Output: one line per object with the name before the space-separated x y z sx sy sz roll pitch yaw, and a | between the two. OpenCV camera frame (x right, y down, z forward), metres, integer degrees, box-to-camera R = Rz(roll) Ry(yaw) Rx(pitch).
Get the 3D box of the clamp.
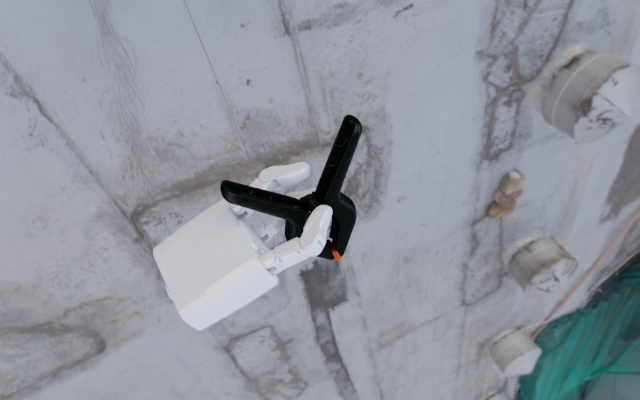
clamp | 0.000 0.003 0.567 0.164 0.036 0.210 -32 -41 1
